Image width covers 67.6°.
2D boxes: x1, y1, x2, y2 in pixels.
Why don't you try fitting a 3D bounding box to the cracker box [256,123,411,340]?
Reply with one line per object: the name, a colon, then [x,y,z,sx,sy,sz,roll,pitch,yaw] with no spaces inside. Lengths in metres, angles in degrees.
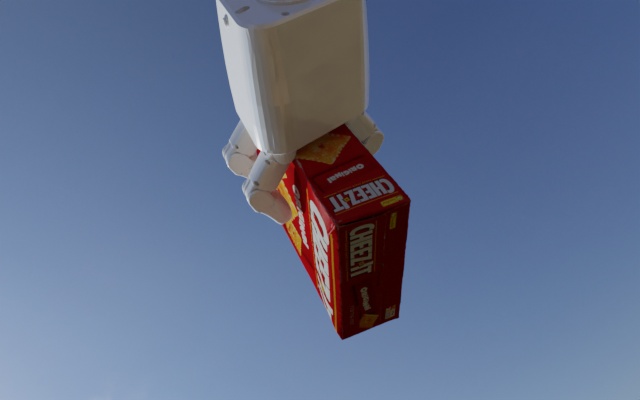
cracker box: [0.000,0.001,0.471,0.072,0.164,0.213,-19,46,-14]
